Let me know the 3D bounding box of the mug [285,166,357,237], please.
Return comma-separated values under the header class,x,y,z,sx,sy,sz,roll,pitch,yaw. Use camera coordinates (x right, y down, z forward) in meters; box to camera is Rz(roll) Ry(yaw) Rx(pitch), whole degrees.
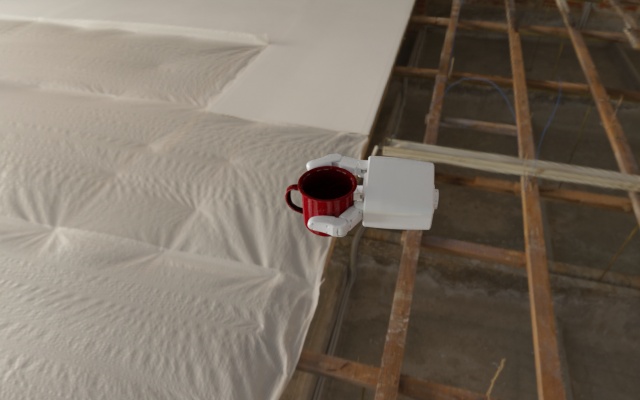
class,x,y,z,sx,sy,sz,roll,pitch,yaw
mug,-0.001,0.003,0.769,0.117,0.082,0.093,5,40,9
